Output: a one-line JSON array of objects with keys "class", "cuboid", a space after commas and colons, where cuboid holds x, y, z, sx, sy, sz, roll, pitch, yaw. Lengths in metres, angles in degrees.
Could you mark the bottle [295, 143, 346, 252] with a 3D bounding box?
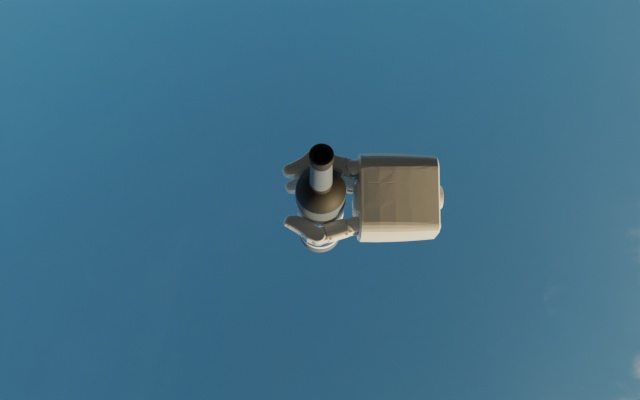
[{"class": "bottle", "cuboid": [0.000, 0.002, 0.651, 0.069, 0.069, 0.296, 0, -21, 0]}]
